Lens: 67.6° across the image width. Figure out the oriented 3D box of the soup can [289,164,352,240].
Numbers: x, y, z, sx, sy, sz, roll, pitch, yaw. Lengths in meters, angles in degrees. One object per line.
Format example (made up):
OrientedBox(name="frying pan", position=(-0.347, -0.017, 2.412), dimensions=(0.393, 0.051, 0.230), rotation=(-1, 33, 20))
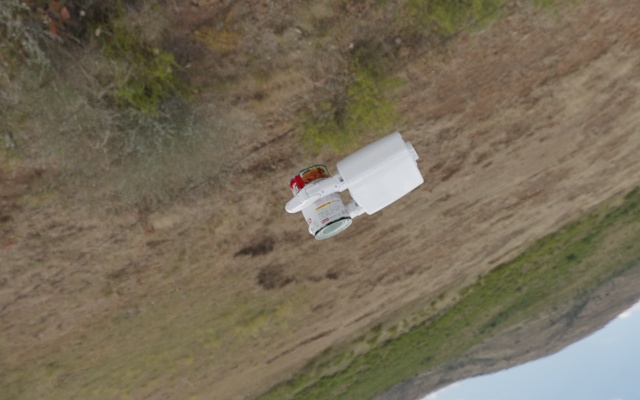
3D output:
OrientedBox(name="soup can", position=(0.000, 0.003, 0.765), dimensions=(0.068, 0.102, 0.068), rotation=(-24, -19, -9))
